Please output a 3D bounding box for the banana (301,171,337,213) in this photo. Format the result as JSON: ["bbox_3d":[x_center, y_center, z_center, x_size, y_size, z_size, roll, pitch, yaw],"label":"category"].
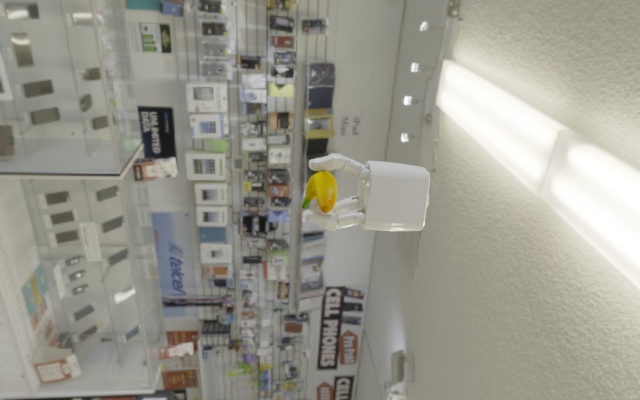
[{"bbox_3d":[0.002,-0.016,0.795,0.037,0.069,0.198,9,-1,-9],"label":"banana"}]
